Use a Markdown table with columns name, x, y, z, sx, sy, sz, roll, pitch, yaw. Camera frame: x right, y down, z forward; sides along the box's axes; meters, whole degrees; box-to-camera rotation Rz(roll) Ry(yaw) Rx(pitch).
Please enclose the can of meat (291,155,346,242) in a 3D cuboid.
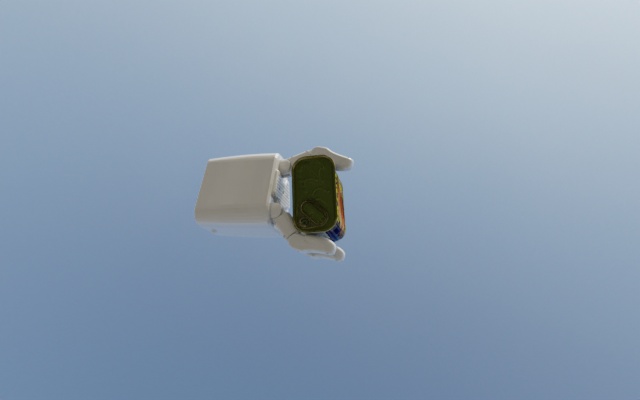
| name | x | y | z | sx | sy | sz | roll | pitch | yaw |
| --- | --- | --- | --- | --- | --- | --- | --- | --- | --- |
| can of meat | 0.000 | 0.002 | 0.637 | 0.057 | 0.102 | 0.084 | -6 | -17 | 11 |
